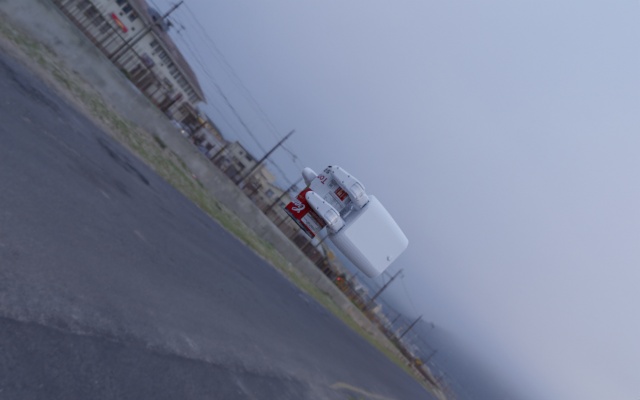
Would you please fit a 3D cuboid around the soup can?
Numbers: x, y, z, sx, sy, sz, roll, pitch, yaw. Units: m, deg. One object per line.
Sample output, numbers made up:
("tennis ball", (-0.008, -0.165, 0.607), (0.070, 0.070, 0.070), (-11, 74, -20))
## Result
("soup can", (0.000, 0.002, 0.762), (0.102, 0.068, 0.068), (-44, 5, -6))
